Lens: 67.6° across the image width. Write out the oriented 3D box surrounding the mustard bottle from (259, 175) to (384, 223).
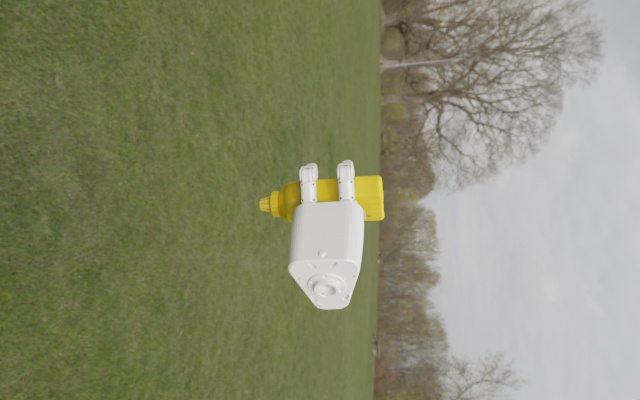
[{"bbox_3d":[0.000,0.002,0.735,0.191,0.058,0.096,-4,-23,8],"label":"mustard bottle"}]
